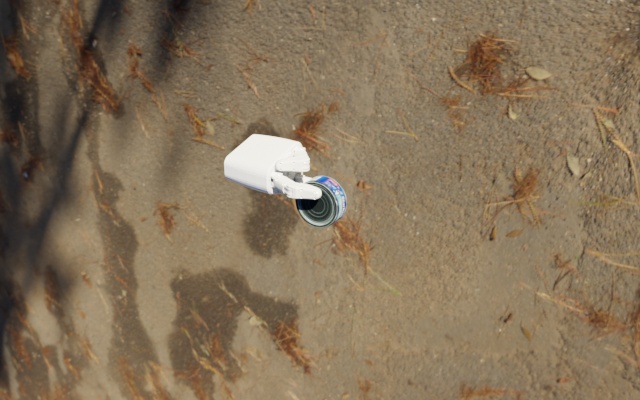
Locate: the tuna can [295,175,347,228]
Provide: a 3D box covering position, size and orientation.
[{"bbox_3d":[0.000,0.003,0.817,0.086,0.086,0.033,0,18,31],"label":"tuna can"}]
